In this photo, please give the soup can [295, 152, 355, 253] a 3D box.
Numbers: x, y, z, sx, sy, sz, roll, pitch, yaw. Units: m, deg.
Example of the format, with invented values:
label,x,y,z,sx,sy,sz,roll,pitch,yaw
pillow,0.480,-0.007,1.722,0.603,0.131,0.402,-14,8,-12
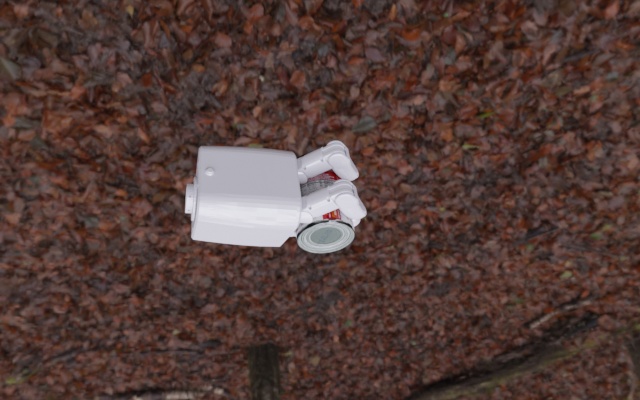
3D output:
label,x,y,z,sx,sy,sz,roll,pitch,yaw
soup can,0.001,0.002,0.562,0.068,0.102,0.069,-6,-36,-4
